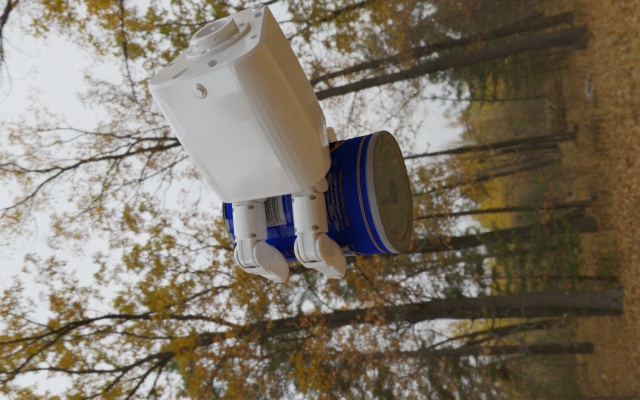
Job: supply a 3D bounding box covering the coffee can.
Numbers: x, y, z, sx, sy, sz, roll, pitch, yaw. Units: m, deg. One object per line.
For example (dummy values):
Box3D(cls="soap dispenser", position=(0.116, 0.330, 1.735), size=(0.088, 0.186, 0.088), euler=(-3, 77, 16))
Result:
Box3D(cls="coffee can", position=(0.000, 0.001, 0.425), size=(0.140, 0.103, 0.103), euler=(-9, -4, 25))
